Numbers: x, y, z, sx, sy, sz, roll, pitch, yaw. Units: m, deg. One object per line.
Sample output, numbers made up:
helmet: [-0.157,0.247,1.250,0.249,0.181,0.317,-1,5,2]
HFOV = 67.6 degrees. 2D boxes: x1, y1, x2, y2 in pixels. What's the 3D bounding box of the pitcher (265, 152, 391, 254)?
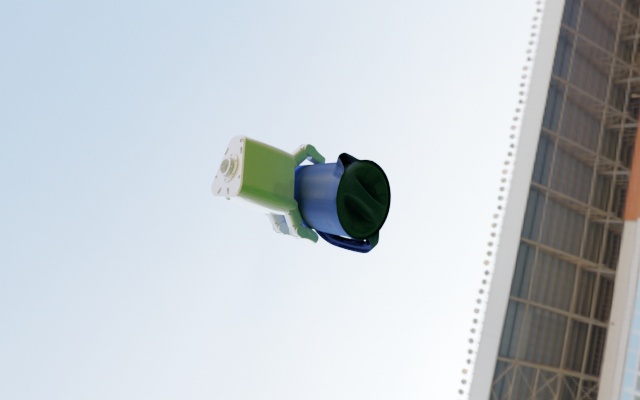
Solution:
pitcher: [0.000,0.003,0.865,0.145,0.149,0.243,19,-10,-41]
